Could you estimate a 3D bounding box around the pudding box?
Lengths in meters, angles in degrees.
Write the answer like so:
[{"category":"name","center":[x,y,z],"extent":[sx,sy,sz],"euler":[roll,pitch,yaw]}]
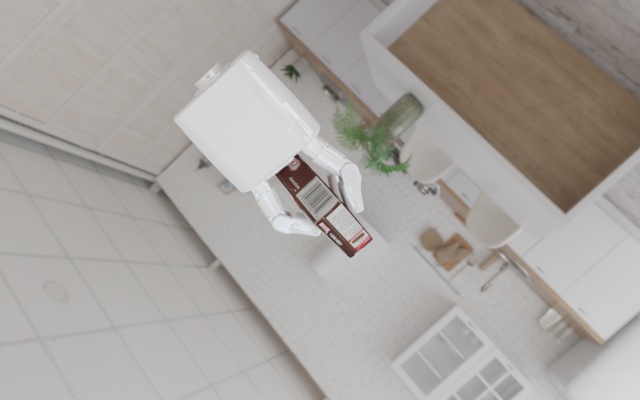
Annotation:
[{"category":"pudding box","center":[0.000,0.002,0.537],"extent":[0.090,0.039,0.113],"euler":[46,4,-48]}]
